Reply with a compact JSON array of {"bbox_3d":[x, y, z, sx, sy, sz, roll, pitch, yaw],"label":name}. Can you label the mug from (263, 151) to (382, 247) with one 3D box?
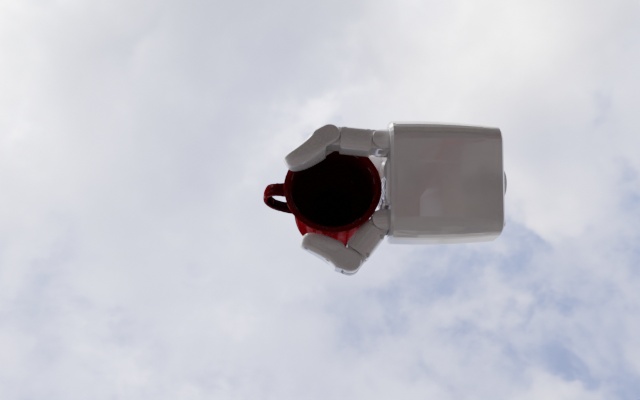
[{"bbox_3d":[-0.001,0.002,0.488,0.117,0.093,0.081,1,-23,1],"label":"mug"}]
